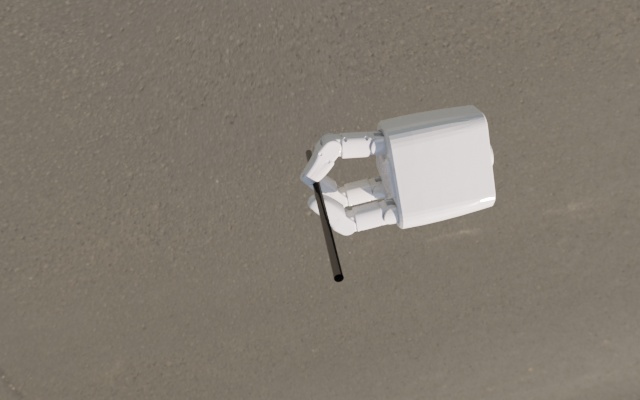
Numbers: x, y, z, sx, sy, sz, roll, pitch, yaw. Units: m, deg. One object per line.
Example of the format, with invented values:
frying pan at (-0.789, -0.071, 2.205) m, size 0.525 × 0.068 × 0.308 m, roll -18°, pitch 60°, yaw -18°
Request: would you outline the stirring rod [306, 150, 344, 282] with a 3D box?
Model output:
stirring rod at (0.000, 0.001, 0.480) m, size 0.011 × 0.011 × 0.239 m, roll 0°, pitch 30°, yaw -8°
